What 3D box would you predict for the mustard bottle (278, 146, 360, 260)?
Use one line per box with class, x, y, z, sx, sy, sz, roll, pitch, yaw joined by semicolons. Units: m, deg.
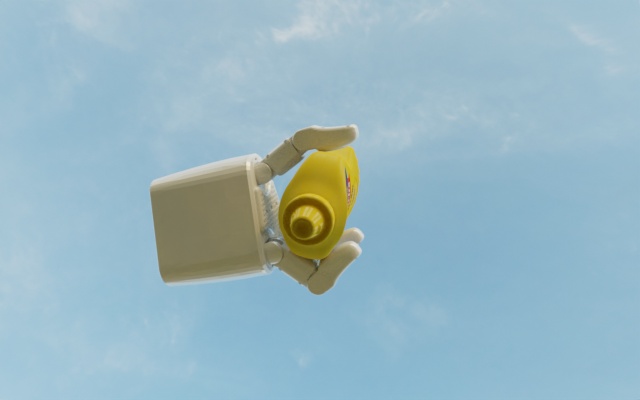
mustard bottle;0.000;0.001;0.443;0.058;0.096;0.191;14;13;6
